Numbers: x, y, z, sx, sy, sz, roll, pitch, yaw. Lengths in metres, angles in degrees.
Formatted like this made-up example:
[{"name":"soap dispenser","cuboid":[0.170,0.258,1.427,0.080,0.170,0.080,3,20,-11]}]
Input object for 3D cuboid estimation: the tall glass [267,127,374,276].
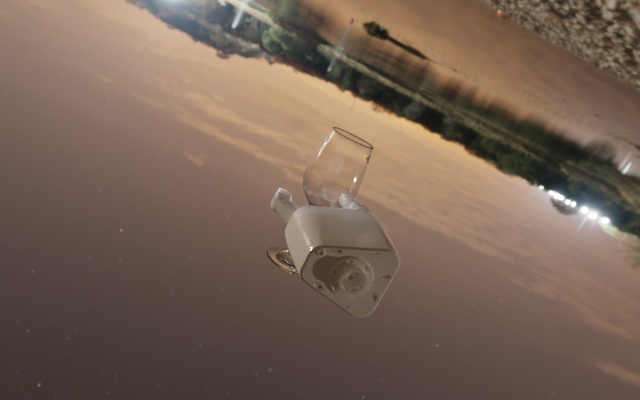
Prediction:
[{"name":"tall glass","cuboid":[0.000,0.003,0.659,0.079,0.201,0.079,25,15,-7]}]
